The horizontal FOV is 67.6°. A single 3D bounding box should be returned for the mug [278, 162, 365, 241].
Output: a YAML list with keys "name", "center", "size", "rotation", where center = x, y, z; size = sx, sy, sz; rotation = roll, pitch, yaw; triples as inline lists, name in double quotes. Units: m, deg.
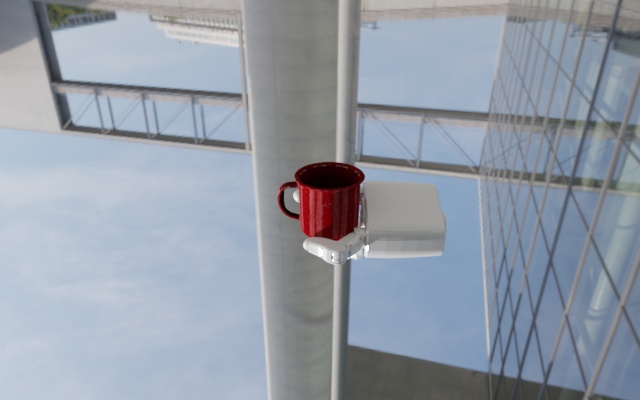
- name: "mug"
  center: [-0.001, 0.002, 0.647]
  size: [0.117, 0.081, 0.093]
  rotation: [1, 27, 2]
